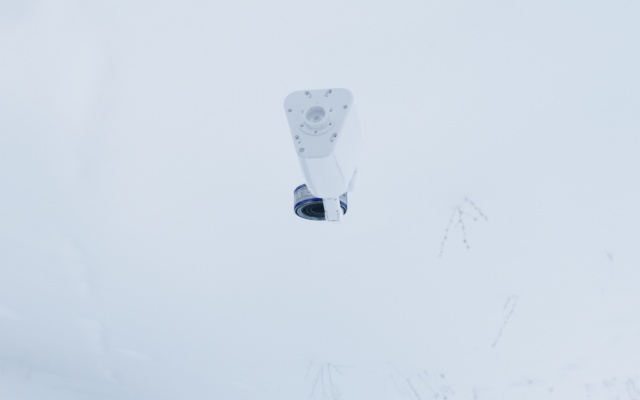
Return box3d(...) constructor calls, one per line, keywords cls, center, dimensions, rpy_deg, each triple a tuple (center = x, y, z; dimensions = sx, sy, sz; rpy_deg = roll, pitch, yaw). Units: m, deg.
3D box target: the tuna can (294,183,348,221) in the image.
box3d(cls="tuna can", center=(0.000, 0.003, 0.751), dimensions=(0.086, 0.033, 0.086), rpy_deg=(-1, -23, 0))
